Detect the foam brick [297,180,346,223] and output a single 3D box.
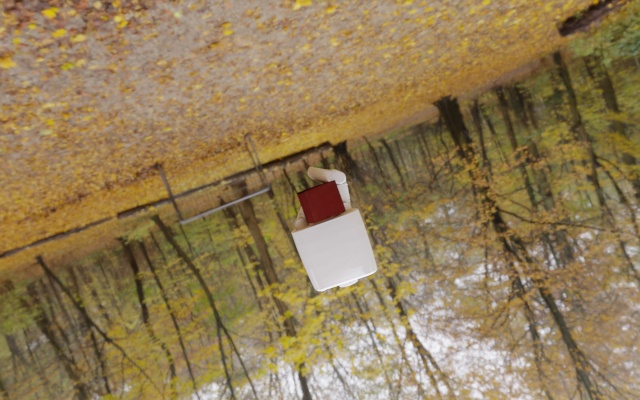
[{"bbox_3d":[0.000,0.002,0.731,0.053,0.051,0.078,-19,1,-9],"label":"foam brick"}]
